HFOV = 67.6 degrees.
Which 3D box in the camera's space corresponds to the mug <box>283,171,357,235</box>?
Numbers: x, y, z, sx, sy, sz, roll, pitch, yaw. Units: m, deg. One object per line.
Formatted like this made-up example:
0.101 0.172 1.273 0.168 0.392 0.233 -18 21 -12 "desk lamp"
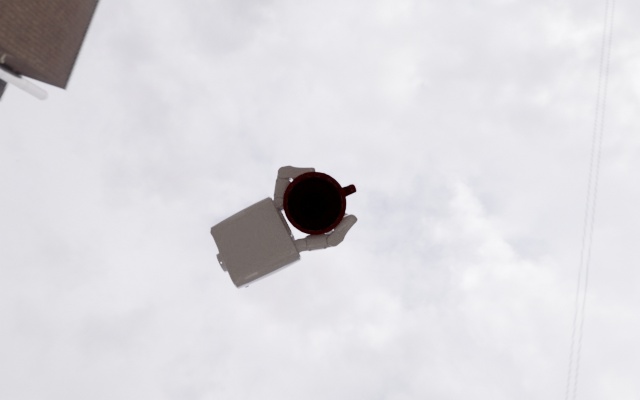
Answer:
0.001 0.002 0.733 0.117 0.093 0.081 -25 -3 -6 "mug"
